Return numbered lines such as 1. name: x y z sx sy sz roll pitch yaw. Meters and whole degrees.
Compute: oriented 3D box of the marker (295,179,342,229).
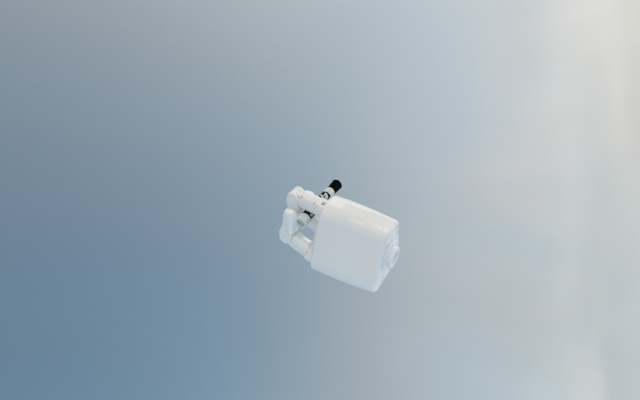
1. marker: 0.000 0.002 0.752 0.020 0.020 0.121 0 32 36
